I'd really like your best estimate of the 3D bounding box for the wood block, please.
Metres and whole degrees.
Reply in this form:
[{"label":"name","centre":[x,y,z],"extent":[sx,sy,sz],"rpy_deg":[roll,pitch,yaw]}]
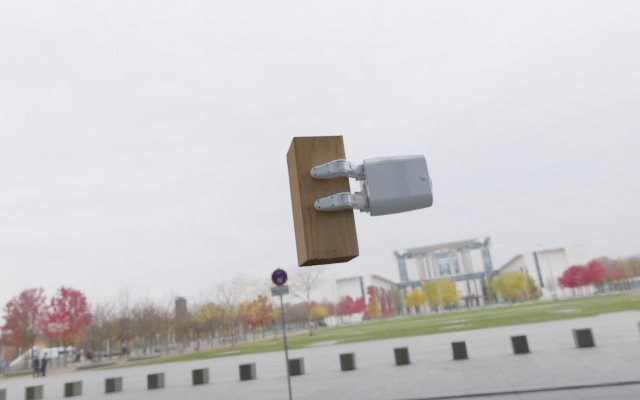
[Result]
[{"label":"wood block","centre":[0.000,0.003,0.815],"extent":[0.090,0.206,0.091],"rpy_deg":[-4,-14,-12]}]
